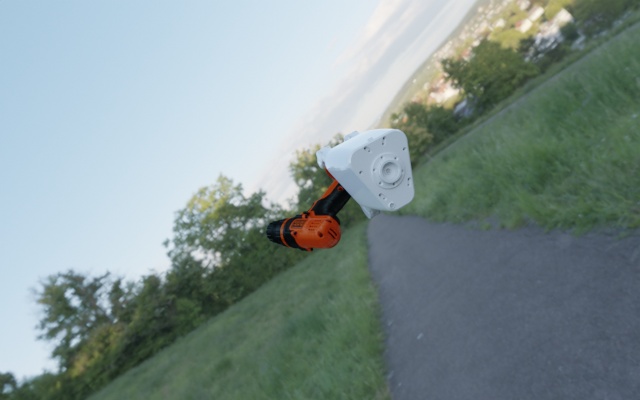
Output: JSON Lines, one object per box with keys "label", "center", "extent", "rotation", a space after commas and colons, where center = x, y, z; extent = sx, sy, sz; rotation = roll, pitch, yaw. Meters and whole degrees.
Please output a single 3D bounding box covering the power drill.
{"label": "power drill", "center": [0.000, 0.002, 0.815], "extent": [0.057, 0.187, 0.184], "rotation": [45, -26, -28]}
